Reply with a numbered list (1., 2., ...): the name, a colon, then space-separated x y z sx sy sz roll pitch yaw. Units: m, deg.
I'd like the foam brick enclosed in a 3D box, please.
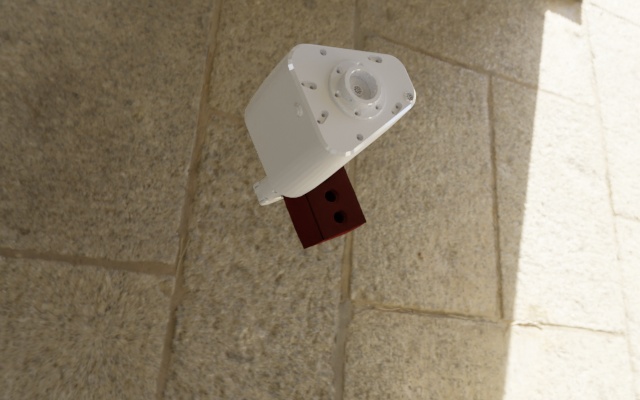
1. foam brick: 0.000 0.002 0.477 0.053 0.078 0.051 -20 -5 -29
